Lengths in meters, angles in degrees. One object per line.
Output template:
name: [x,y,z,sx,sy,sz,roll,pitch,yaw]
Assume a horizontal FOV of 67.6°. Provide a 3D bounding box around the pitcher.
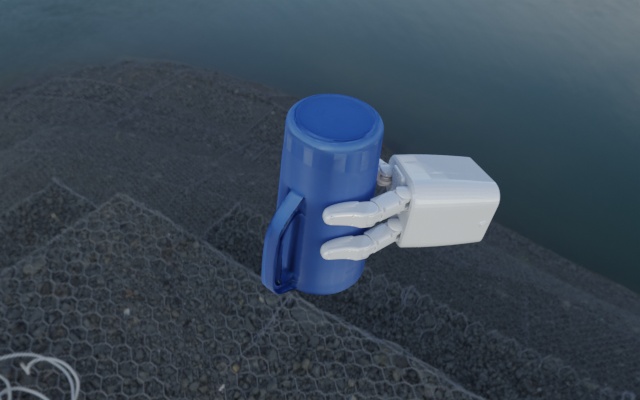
pitcher: [0.000,0.002,0.589,0.145,0.243,0.149,0,44,-6]
